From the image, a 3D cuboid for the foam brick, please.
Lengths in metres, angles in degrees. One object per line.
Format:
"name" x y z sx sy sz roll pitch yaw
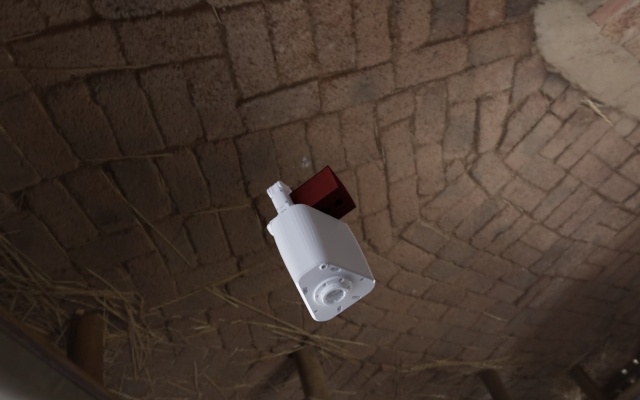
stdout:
"foam brick" 0.000 0.002 0.661 0.078 0.051 0.053 -37 -49 8
